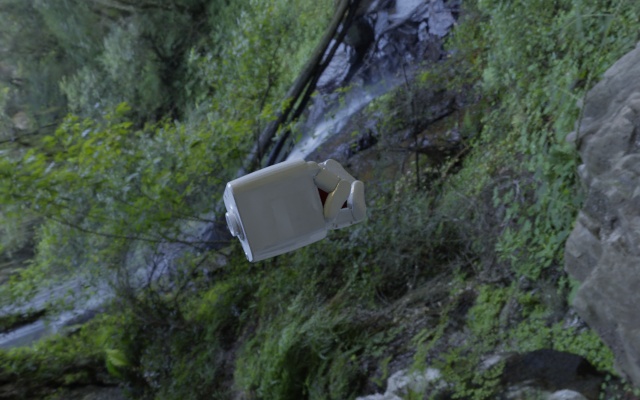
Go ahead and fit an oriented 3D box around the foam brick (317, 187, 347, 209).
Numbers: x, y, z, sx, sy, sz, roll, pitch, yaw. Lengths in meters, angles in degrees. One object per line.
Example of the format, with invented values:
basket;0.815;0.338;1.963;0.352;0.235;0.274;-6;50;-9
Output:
foam brick;0.000;0.002;0.708;0.051;0.053;0.078;-20;-7;-19
